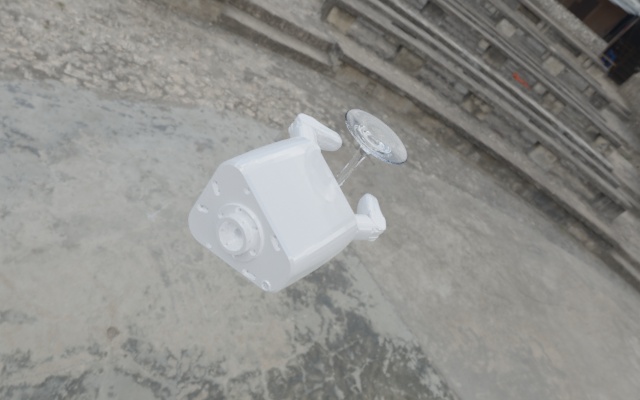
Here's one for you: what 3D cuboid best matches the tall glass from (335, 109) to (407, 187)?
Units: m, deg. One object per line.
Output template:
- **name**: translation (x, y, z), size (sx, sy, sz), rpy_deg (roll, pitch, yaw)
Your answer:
- **tall glass**: translation (0.001, 0.001, 0.512), size (0.079, 0.079, 0.201), rpy_deg (0, -40, -45)
